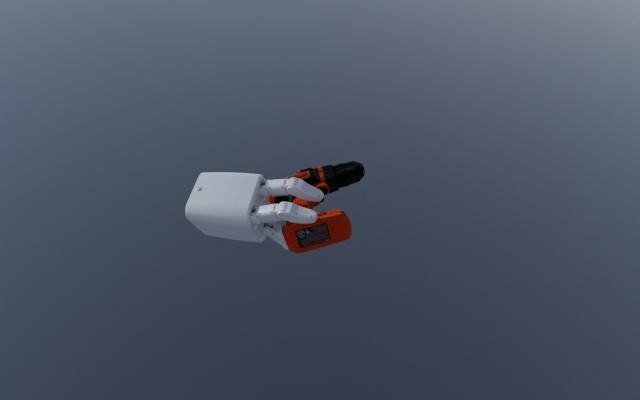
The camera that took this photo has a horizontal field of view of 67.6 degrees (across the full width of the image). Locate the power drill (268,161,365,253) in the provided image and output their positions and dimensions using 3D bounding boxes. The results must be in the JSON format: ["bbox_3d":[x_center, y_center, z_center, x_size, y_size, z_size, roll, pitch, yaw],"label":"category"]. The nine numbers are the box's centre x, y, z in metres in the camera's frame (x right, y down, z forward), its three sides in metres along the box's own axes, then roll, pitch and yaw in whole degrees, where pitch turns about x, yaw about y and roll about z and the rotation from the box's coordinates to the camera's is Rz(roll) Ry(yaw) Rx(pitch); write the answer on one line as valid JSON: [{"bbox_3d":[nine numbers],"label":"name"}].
[{"bbox_3d":[0.000,0.003,0.811,0.184,0.057,0.187,-17,30,2],"label":"power drill"}]
